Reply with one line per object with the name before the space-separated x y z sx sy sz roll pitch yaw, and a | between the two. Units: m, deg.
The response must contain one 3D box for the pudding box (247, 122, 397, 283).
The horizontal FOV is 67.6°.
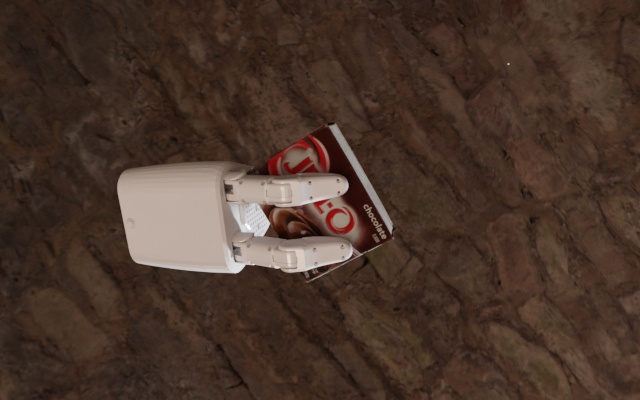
pudding box | 0.000 0.001 0.418 0.090 0.113 0.039 -30 6 20
